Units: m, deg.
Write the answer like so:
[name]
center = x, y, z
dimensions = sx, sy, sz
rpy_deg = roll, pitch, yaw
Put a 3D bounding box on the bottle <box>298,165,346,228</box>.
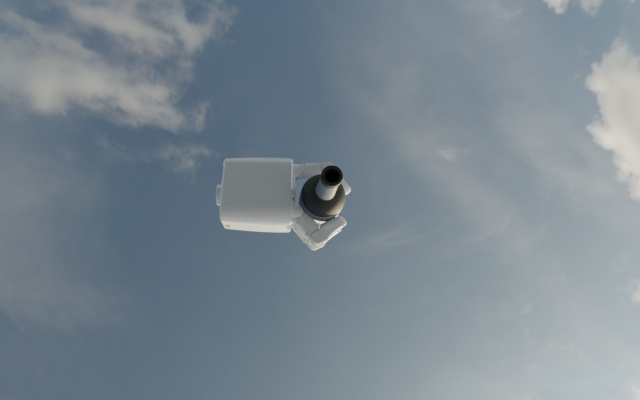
[bottle]
center = 0.000, 0.002, 0.736
dimensions = 0.069, 0.069, 0.296
rpy_deg = 0, -13, -6
